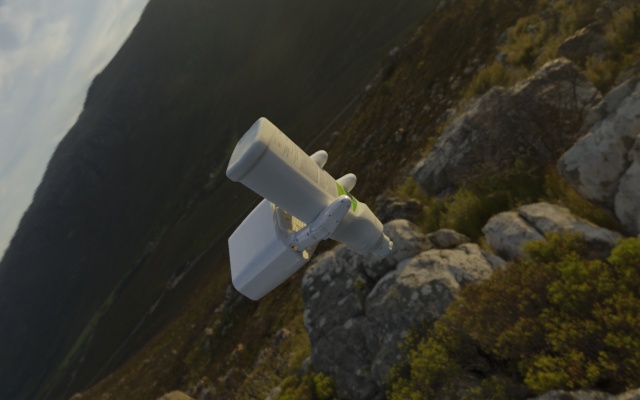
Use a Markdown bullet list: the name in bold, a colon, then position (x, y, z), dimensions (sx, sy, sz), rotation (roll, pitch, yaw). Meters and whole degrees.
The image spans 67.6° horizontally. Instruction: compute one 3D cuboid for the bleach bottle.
- **bleach bottle**: position (0.000, 0.002, 0.625), dimensions (0.251, 0.068, 0.102), rotation (38, 25, -21)
